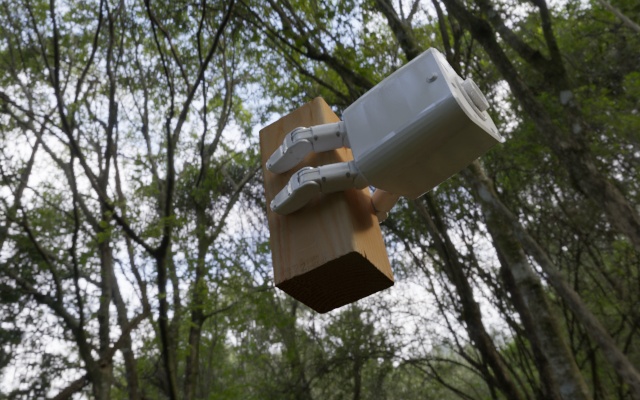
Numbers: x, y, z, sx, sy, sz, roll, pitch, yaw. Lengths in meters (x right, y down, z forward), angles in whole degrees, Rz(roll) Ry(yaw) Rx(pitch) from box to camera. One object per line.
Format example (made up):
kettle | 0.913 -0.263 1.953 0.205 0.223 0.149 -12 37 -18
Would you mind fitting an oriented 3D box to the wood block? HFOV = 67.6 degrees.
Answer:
wood block | 0.001 0.002 0.515 0.090 0.206 0.091 -26 -41 19
